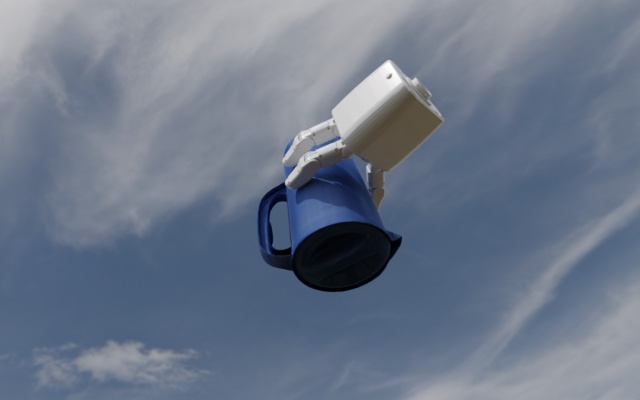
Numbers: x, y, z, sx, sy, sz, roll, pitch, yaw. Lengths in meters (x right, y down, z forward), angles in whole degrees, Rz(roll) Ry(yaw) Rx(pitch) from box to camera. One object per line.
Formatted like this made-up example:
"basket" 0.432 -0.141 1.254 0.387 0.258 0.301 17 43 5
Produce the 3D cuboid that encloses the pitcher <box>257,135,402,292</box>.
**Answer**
"pitcher" 0.000 0.002 0.694 0.149 0.242 0.145 30 -62 -32
